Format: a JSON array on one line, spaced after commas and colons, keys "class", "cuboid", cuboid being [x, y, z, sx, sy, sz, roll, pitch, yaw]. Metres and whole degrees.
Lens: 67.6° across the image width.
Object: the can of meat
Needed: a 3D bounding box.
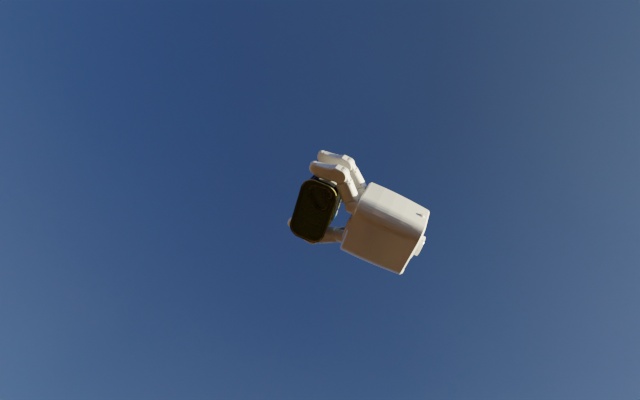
[{"class": "can of meat", "cuboid": [0.000, 0.002, 0.757, 0.057, 0.102, 0.084, 22, 27, 9]}]
